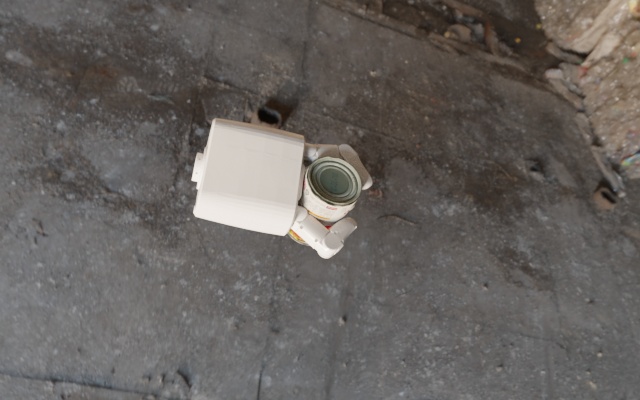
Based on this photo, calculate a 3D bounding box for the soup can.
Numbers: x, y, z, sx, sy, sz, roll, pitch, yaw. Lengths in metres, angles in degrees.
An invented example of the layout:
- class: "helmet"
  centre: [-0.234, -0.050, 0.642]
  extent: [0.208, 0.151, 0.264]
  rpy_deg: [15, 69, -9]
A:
- class: "soup can"
  centre: [0.001, 0.002, 0.572]
  extent: [0.068, 0.068, 0.102]
  rpy_deg: [0, -30, -23]
